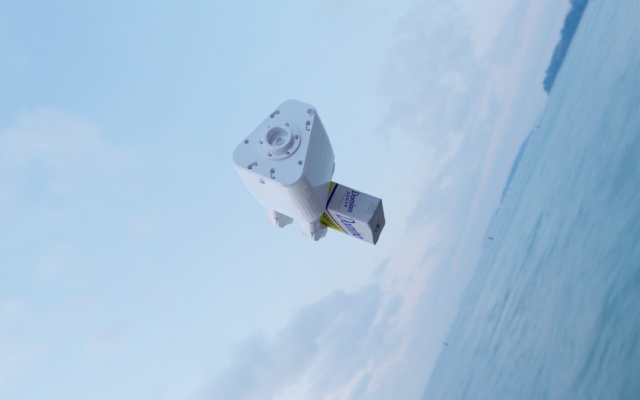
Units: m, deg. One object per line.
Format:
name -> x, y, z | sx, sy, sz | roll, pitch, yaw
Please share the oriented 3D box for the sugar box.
sugar box -> 0.000, 0.003, 0.663 | 0.176, 0.048, 0.093 | 23, -16, 19
